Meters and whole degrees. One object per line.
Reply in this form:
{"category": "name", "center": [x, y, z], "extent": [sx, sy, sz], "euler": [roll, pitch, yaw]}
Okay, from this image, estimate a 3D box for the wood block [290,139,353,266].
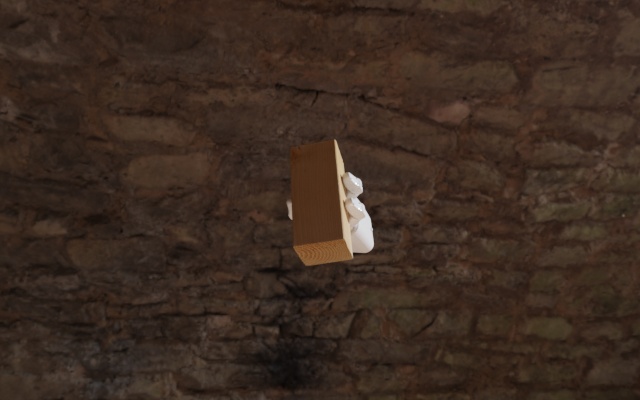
{"category": "wood block", "center": [0.000, 0.003, 0.875], "extent": [0.091, 0.206, 0.090], "euler": [-10, -31, 10]}
